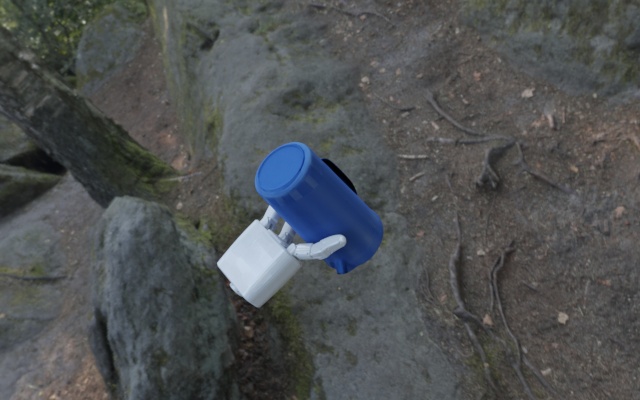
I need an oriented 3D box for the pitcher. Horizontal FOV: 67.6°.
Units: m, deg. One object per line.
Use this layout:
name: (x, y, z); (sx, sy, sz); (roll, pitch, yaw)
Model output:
pitcher: (0.000, 0.003, 0.829); (0.243, 0.145, 0.149); (46, -2, -43)
